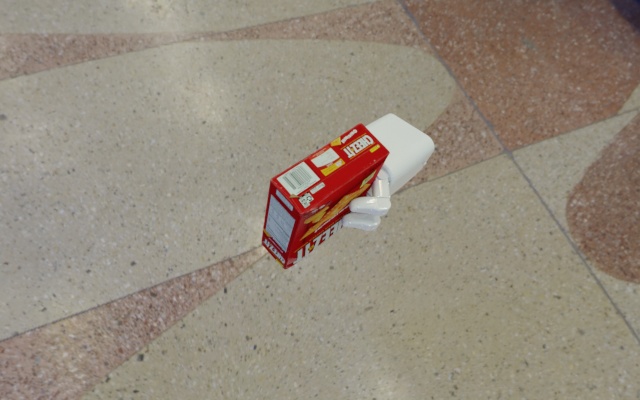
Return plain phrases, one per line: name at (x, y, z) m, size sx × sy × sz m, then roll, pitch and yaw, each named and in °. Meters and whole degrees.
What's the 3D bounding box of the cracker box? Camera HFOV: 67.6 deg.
cracker box at (0.000, 0.002, 0.719) m, size 0.164 × 0.072 × 0.214 m, roll -35°, pitch -17°, yaw -24°
